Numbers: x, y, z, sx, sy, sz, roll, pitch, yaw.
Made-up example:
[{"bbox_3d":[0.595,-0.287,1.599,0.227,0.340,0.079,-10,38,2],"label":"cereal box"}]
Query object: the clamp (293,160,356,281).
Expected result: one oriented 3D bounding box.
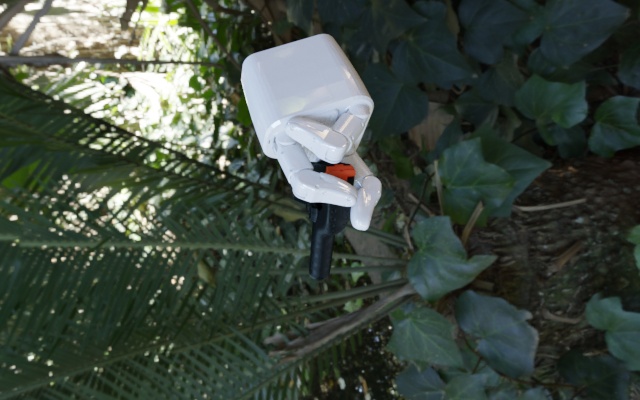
[{"bbox_3d":[0.000,0.002,0.532,0.039,0.120,0.172,-10,-33,-21],"label":"clamp"}]
